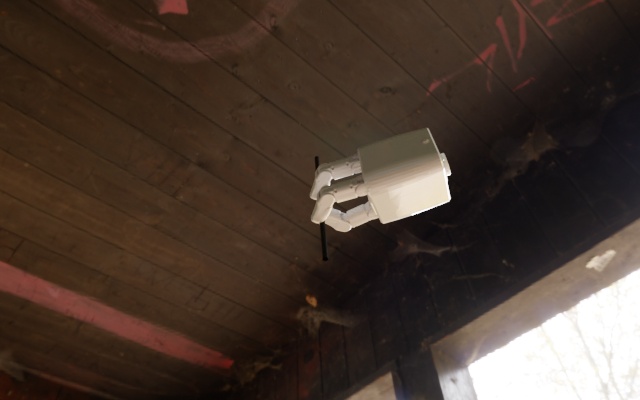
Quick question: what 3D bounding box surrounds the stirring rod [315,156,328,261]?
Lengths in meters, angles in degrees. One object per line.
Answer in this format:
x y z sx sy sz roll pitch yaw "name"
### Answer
0.000 0.002 0.723 0.011 0.011 0.239 0 39 -4 "stirring rod"
